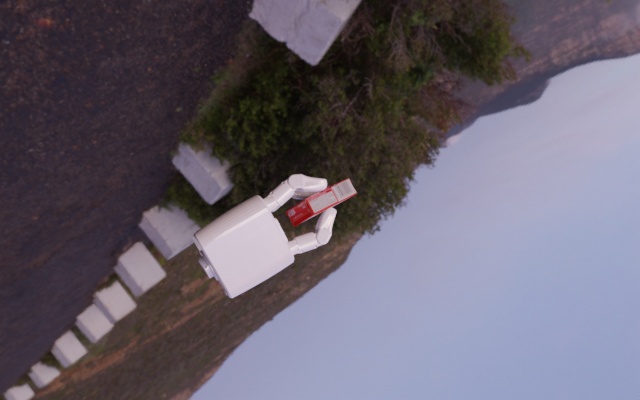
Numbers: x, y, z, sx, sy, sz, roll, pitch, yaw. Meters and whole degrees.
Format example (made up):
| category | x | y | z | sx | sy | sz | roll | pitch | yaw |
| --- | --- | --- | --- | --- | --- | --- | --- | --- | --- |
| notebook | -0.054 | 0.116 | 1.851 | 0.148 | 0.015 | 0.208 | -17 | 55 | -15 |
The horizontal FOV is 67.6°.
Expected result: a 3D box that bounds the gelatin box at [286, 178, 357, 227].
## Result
| category | x | y | z | sx | sy | sz | roll | pitch | yaw |
| --- | --- | --- | --- | --- | --- | --- | --- | --- | --- |
| gelatin box | 0.001 | 0.003 | 0.735 | 0.089 | 0.030 | 0.073 | -26 | -2 | -31 |
